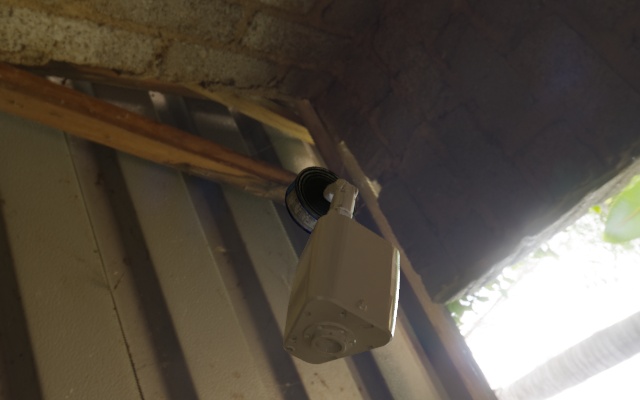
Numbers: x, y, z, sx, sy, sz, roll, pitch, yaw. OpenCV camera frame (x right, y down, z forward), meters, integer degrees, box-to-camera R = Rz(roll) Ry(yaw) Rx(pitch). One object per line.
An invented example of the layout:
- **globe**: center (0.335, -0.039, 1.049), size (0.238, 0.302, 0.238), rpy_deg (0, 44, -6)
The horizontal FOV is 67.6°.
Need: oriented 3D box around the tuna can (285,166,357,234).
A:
- **tuna can**: center (0.000, 0.002, 0.586), size (0.086, 0.086, 0.034), rpy_deg (0, -34, -39)
